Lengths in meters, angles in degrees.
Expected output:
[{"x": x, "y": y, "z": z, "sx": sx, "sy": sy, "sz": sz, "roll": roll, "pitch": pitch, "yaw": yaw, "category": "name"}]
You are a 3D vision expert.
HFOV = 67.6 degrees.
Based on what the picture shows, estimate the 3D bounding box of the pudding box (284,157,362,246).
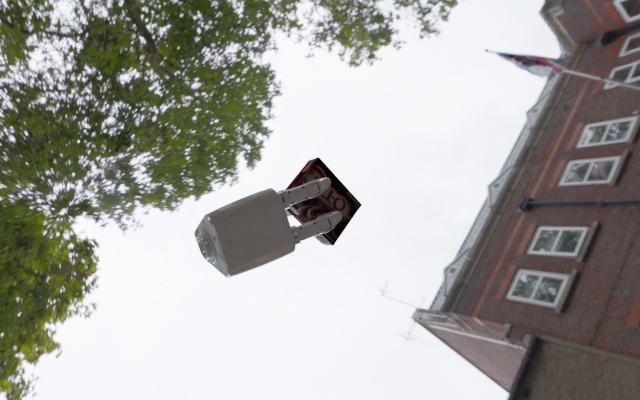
[{"x": 0.000, "y": 0.003, "z": 0.752, "sx": 0.113, "sy": 0.090, "sz": 0.039, "roll": 47, "pitch": -26, "yaw": -22, "category": "pudding box"}]
